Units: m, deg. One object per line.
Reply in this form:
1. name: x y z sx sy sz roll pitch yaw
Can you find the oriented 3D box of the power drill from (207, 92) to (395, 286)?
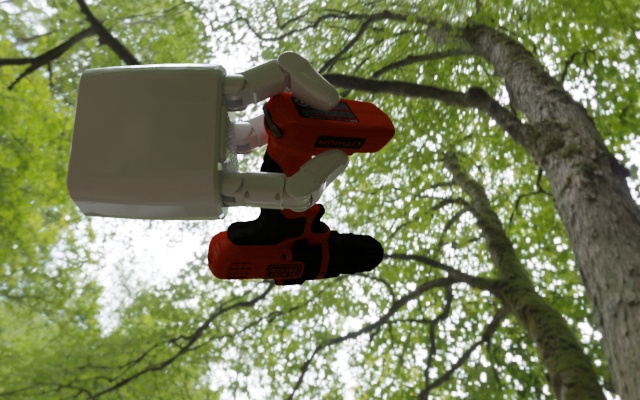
1. power drill: 0.000 0.001 0.438 0.184 0.188 0.057 1 37 -26
